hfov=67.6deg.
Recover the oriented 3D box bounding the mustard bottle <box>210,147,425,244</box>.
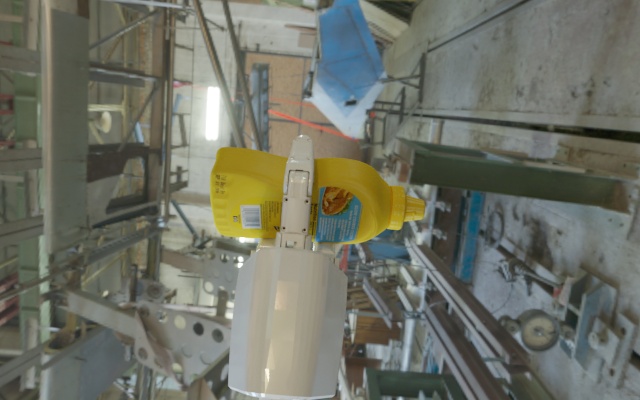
[{"bbox_3d":[0.000,0.001,0.441,0.191,0.058,0.096,5,-42,-1],"label":"mustard bottle"}]
